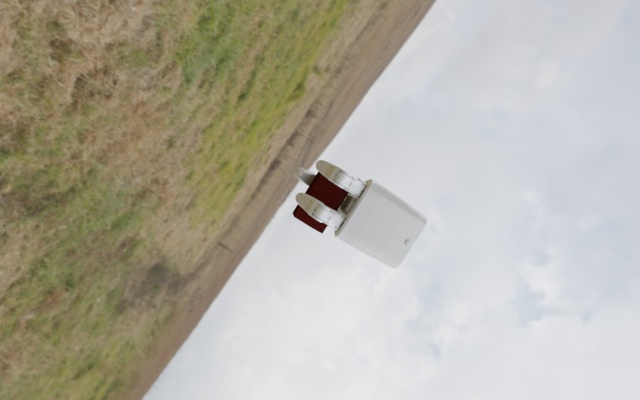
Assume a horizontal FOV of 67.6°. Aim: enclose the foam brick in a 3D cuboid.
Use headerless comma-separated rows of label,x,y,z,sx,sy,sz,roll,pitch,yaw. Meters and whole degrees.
foam brick,0.000,0.003,0.713,0.051,0.078,0.053,32,4,-7
